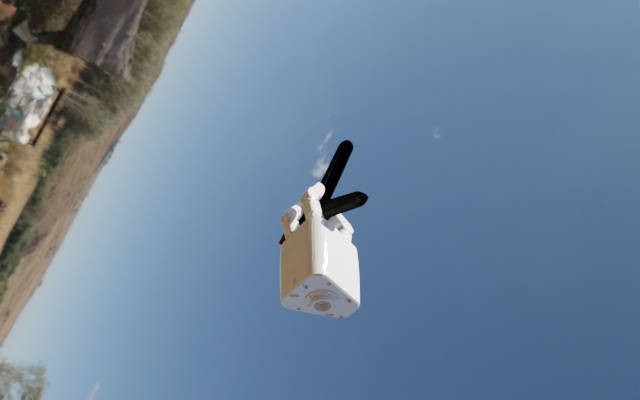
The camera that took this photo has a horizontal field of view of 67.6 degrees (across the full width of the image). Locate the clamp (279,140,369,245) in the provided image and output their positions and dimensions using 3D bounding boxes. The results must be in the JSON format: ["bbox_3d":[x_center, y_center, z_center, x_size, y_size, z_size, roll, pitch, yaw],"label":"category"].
[{"bbox_3d":[0.000,0.003,0.806,0.036,0.164,0.210,29,-54,-24],"label":"clamp"}]
